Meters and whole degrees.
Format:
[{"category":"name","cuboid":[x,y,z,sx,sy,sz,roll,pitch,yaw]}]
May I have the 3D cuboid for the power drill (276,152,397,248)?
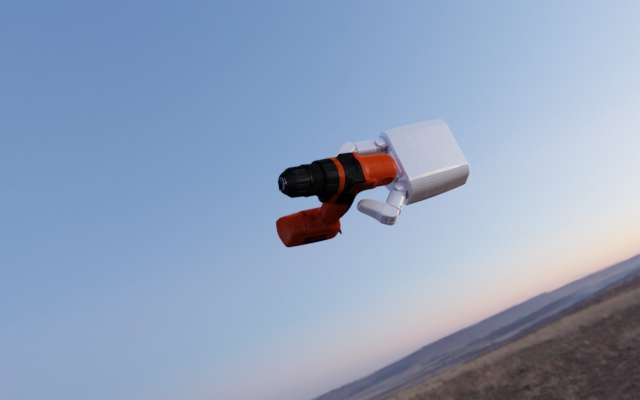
[{"category":"power drill","cuboid":[0.000,0.002,0.696,0.184,0.057,0.188,-8,-26,-31]}]
